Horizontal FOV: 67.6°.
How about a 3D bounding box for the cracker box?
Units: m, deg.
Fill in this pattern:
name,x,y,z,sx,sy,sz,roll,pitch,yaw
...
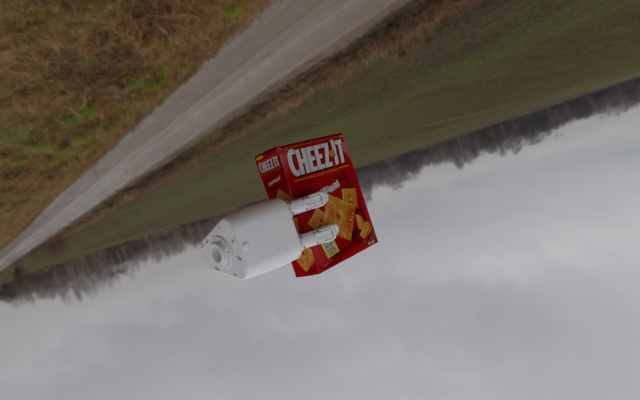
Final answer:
name,x,y,z,sx,sy,sz,roll,pitch,yaw
cracker box,0.000,0.003,0.821,0.164,0.213,0.072,-20,2,-44
